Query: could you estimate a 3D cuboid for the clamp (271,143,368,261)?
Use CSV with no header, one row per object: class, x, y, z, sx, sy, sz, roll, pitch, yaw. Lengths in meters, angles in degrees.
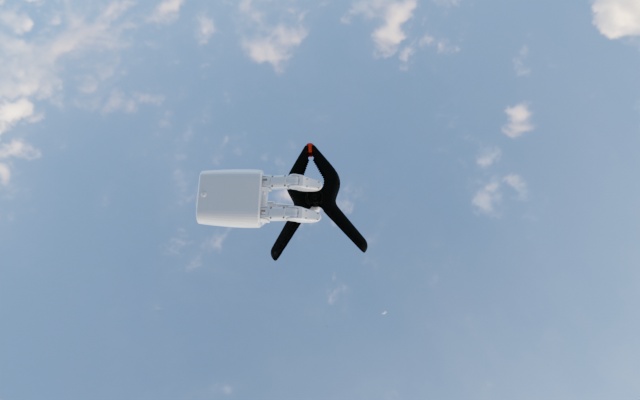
clamp,0.000,0.002,0.835,0.164,0.210,0.036,2,-15,-1
